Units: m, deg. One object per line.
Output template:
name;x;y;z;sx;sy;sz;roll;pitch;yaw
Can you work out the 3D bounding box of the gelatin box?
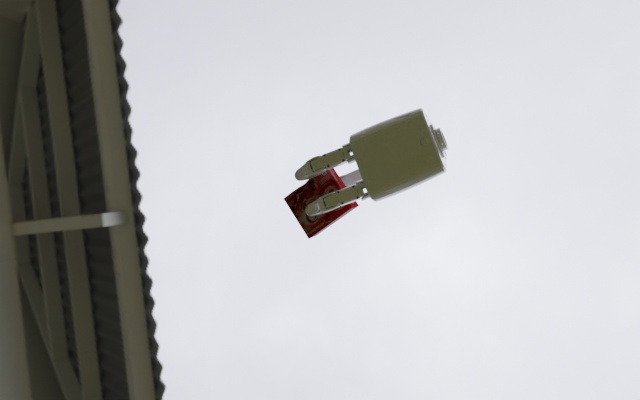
gelatin box;0.000;0.002;0.707;0.089;0.073;0.030;-36;-9;23
